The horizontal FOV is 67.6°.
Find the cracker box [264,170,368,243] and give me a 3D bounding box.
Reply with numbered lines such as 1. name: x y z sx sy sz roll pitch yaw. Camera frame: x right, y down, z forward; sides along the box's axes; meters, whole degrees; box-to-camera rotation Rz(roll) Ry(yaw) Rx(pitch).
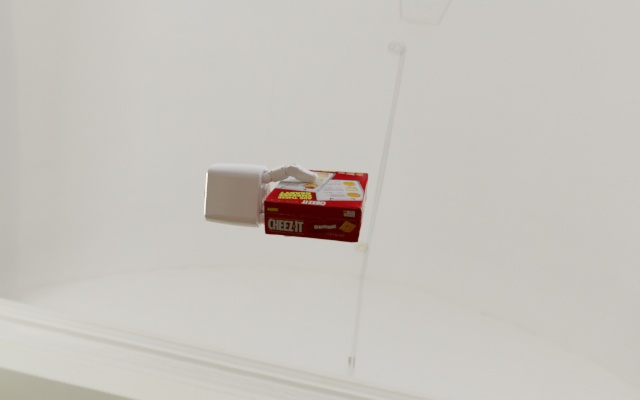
1. cracker box: 0.000 0.003 0.886 0.164 0.072 0.213 4 20 8
